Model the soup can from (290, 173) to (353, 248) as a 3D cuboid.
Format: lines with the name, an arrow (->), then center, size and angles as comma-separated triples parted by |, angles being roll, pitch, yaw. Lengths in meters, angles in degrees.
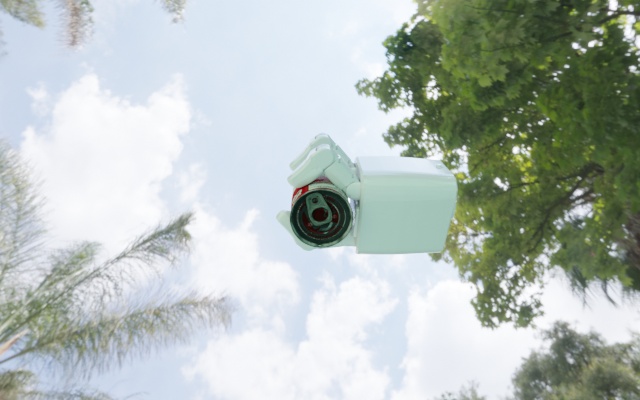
soup can -> 0.000, 0.002, 0.553 | 0.068, 0.068, 0.102 | 0, 21, -1
